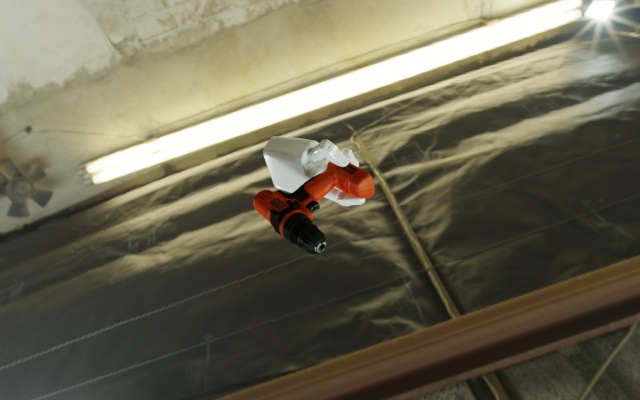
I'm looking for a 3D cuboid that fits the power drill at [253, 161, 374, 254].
[{"bbox_3d":[0.000,0.002,0.829,0.187,0.057,0.184,-30,43,-25],"label":"power drill"}]
